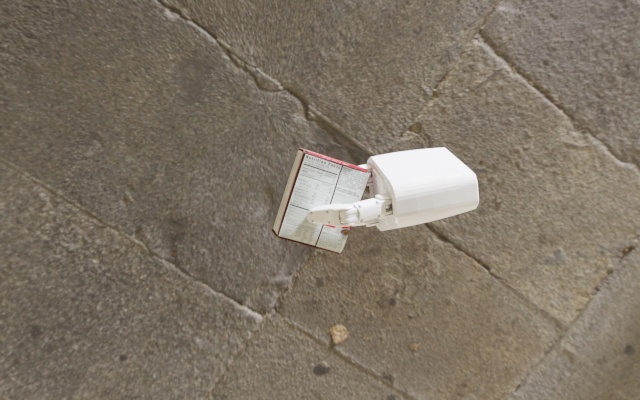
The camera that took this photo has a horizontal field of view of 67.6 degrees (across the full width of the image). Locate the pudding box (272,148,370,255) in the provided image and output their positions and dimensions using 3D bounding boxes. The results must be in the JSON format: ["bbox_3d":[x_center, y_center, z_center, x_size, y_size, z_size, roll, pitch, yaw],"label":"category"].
[{"bbox_3d":[0.000,0.002,0.589,0.090,0.113,0.039,17,6,-15],"label":"pudding box"}]
